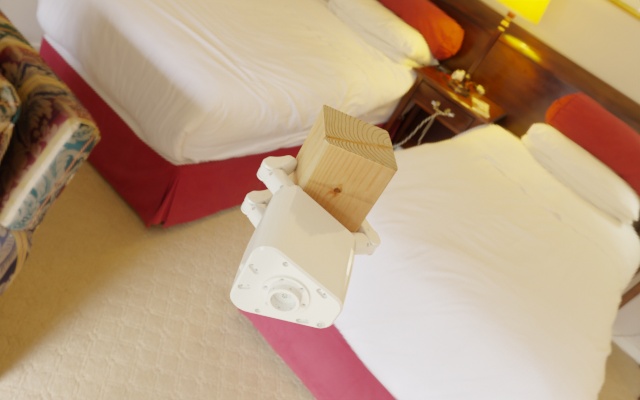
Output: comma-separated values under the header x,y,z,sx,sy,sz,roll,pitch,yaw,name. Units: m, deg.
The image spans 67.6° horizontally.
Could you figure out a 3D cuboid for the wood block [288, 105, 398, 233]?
x,y,z,sx,sy,sz,roll,pitch,yaw,name
0.000,0.002,0.593,0.091,0.206,0.090,20,34,-16,wood block
